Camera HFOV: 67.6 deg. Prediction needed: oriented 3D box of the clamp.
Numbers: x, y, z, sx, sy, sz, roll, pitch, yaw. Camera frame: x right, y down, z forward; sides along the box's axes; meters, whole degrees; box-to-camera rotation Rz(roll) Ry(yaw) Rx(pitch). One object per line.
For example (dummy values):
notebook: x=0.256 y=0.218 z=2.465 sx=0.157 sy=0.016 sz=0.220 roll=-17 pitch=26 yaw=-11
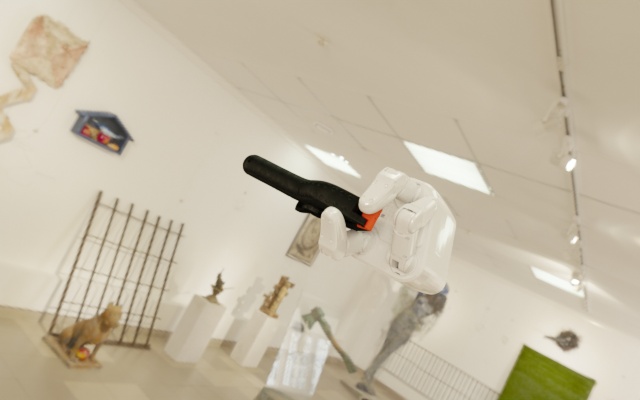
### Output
clamp: x=0.000 y=0.001 z=0.542 sx=0.171 sy=0.039 sz=0.120 roll=25 pitch=-5 yaw=35
